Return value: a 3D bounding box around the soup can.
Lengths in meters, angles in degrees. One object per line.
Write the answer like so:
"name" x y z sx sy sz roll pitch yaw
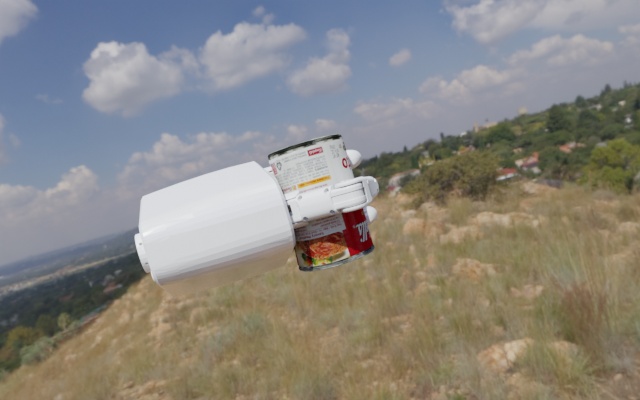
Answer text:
"soup can" 0.000 0.001 0.409 0.068 0.102 0.068 -16 3 1
